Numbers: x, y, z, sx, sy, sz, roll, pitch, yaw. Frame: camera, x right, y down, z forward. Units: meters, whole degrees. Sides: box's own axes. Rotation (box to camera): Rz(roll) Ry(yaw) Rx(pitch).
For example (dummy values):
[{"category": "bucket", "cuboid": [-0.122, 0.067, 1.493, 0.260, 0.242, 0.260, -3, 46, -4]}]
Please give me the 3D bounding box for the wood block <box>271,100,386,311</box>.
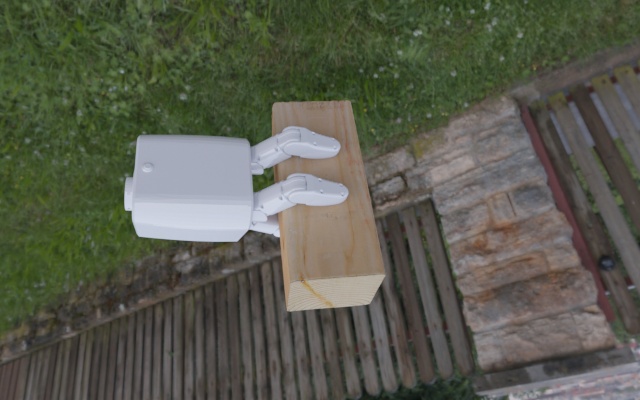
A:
[{"category": "wood block", "cuboid": [0.000, 0.002, 0.511, 0.090, 0.206, 0.091, -3, -29, -8]}]
